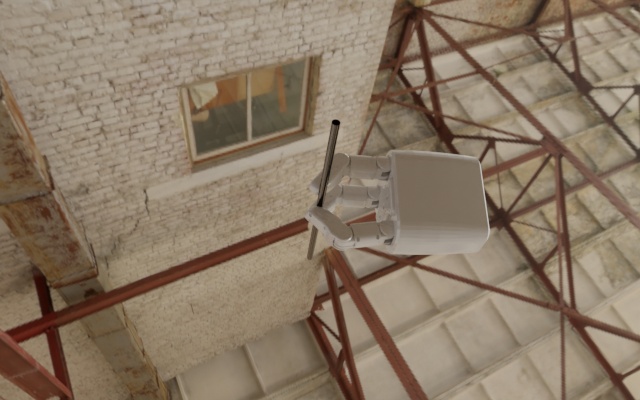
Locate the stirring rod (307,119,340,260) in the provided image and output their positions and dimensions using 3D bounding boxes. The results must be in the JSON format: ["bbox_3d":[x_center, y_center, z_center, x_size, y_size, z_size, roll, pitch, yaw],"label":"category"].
[{"bbox_3d":[0.000,0.002,0.525,0.011,0.011,0.240,0,-37,-8],"label":"stirring rod"}]
